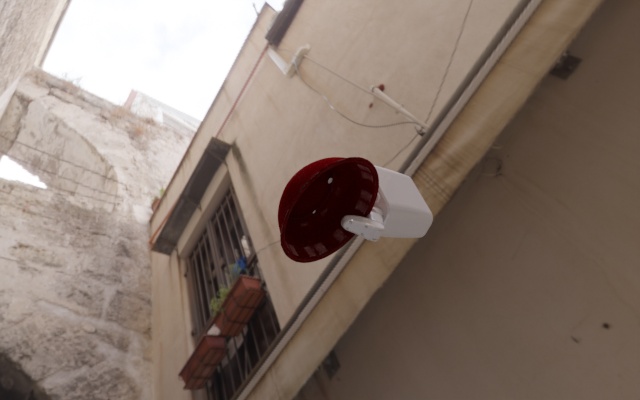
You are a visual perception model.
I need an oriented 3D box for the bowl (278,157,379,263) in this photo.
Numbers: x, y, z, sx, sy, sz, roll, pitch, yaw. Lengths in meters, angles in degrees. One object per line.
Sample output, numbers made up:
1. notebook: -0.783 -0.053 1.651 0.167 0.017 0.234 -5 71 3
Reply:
1. bowl: -0.001 0.002 0.626 0.162 0.162 0.055 0 32 -47
